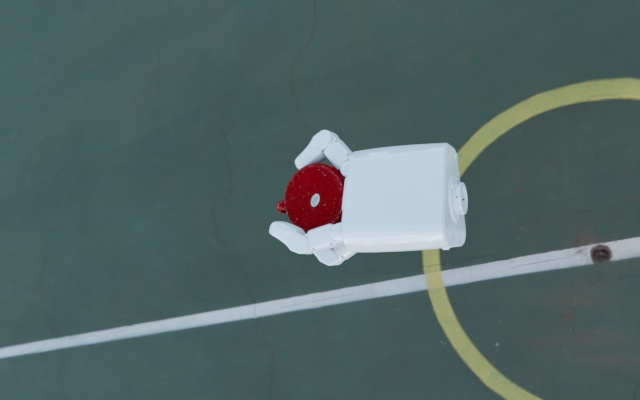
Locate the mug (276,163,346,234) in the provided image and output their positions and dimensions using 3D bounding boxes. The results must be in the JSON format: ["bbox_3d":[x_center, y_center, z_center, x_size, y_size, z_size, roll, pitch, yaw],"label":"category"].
[{"bbox_3d":[-0.001,0.002,0.575,0.117,0.093,0.081,-5,-7,28],"label":"mug"}]
